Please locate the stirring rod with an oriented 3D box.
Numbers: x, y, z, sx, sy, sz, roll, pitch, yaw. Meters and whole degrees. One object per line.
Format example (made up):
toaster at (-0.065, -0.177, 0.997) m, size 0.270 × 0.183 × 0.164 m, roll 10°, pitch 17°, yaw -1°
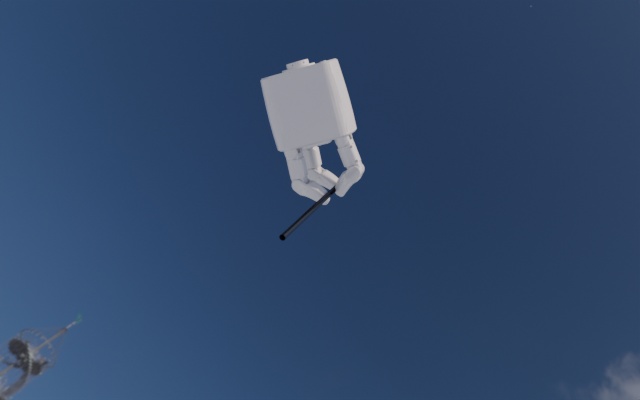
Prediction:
stirring rod at (0.000, 0.002, 0.669) m, size 0.011 × 0.011 × 0.239 m, roll 0°, pitch 20°, yaw 24°
